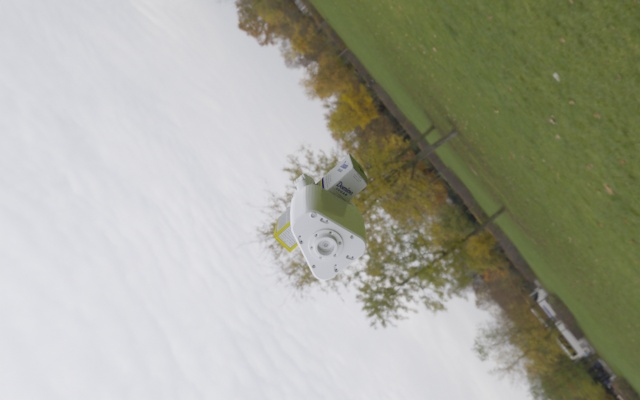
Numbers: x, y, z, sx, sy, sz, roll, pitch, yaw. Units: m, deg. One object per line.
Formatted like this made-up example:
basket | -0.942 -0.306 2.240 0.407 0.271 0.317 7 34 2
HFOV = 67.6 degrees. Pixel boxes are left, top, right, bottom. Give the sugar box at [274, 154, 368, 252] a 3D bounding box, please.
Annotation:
sugar box | 0.000 0.003 0.809 0.176 0.048 0.093 -39 16 12
